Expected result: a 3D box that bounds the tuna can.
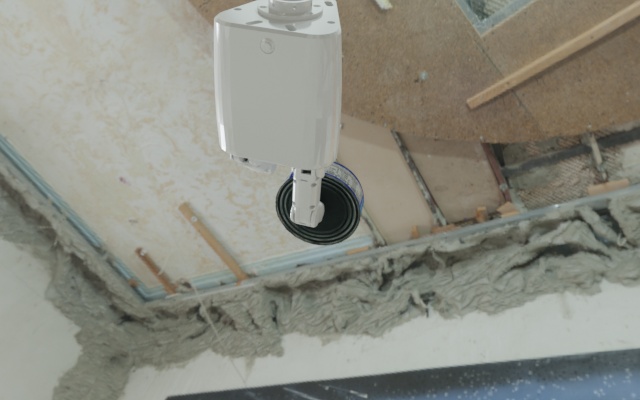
[{"bbox_3d":[0.000,0.001,0.481,0.086,0.086,0.033,0,33,15],"label":"tuna can"}]
